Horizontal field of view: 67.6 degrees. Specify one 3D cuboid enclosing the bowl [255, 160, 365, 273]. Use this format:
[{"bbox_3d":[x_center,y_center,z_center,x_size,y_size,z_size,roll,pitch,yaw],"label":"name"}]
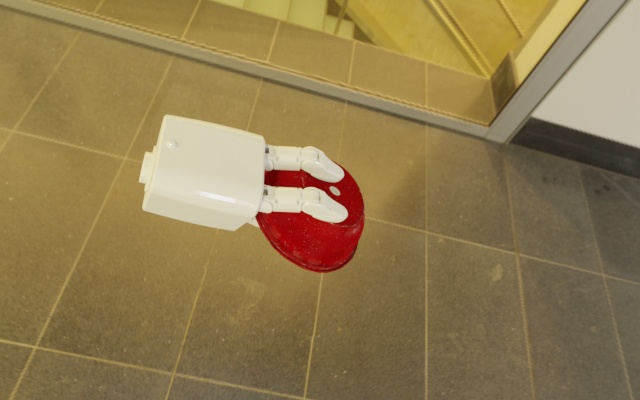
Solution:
[{"bbox_3d":[0.001,0.002,0.574,0.162,0.162,0.055,0,-27,-42],"label":"bowl"}]
